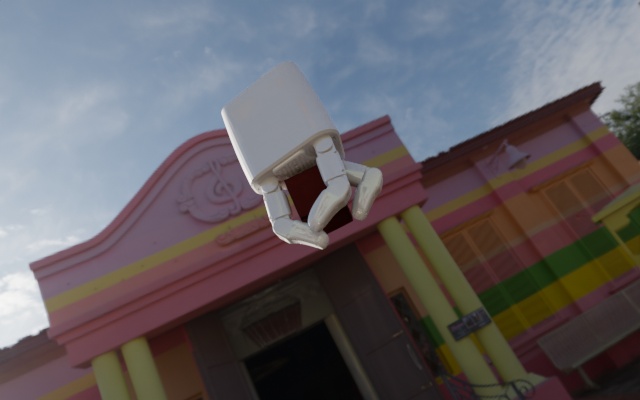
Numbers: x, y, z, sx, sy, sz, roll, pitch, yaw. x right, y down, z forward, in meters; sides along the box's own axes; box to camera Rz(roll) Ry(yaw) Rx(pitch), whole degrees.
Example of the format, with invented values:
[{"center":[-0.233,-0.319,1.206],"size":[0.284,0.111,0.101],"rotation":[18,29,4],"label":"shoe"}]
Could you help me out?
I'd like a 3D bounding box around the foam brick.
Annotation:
[{"center":[0.000,0.002,0.535],"size":[0.053,0.051,0.078],"rotation":[-25,-22,0],"label":"foam brick"}]
